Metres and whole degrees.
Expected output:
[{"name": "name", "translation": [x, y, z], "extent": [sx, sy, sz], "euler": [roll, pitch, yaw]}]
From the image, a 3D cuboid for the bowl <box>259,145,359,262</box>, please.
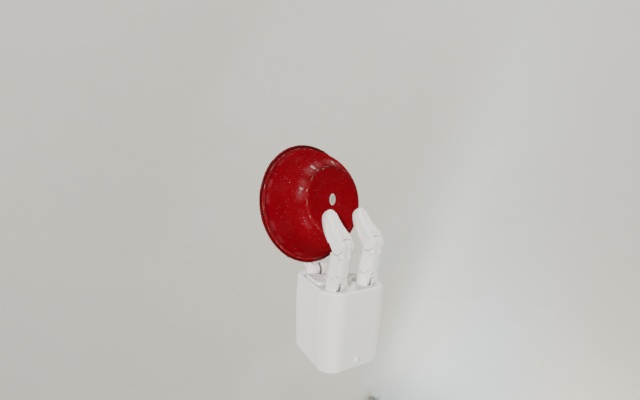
[{"name": "bowl", "translation": [0.000, 0.001, 0.636], "extent": [0.162, 0.162, 0.055], "euler": [0, -4, -41]}]
